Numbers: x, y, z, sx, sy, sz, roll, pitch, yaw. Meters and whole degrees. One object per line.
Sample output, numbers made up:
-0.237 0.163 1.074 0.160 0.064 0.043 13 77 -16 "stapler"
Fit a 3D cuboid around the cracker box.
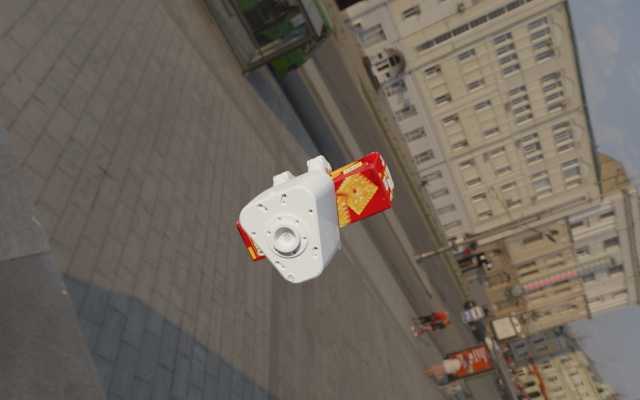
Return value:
0.000 0.002 0.722 0.214 0.072 0.164 -22 8 14 "cracker box"
